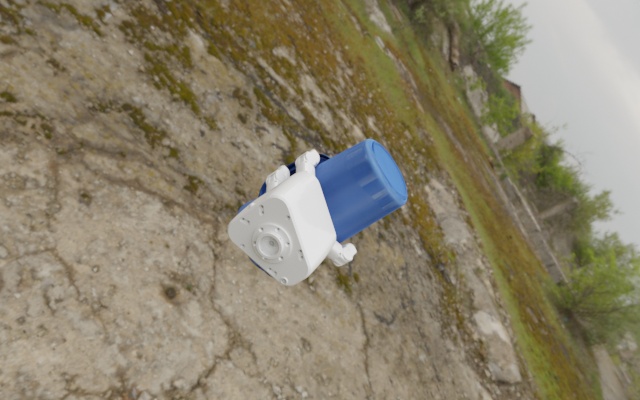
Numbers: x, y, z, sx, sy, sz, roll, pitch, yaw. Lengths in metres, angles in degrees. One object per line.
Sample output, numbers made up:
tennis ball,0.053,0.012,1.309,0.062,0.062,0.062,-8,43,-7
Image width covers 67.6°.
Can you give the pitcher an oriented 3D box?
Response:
pitcher,0.000,0.002,0.725,0.243,0.149,0.145,-30,6,23
